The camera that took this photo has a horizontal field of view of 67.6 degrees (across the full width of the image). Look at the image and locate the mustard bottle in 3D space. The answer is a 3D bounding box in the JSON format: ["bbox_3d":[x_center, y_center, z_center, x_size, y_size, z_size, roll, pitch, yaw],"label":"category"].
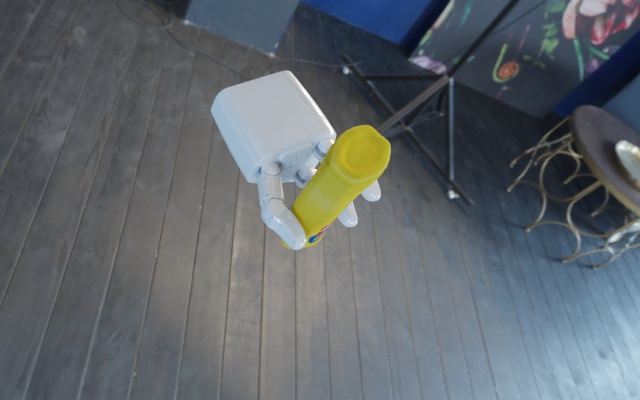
[{"bbox_3d":[0.000,0.002,0.546,0.096,0.058,0.192,-50,0,-45],"label":"mustard bottle"}]
